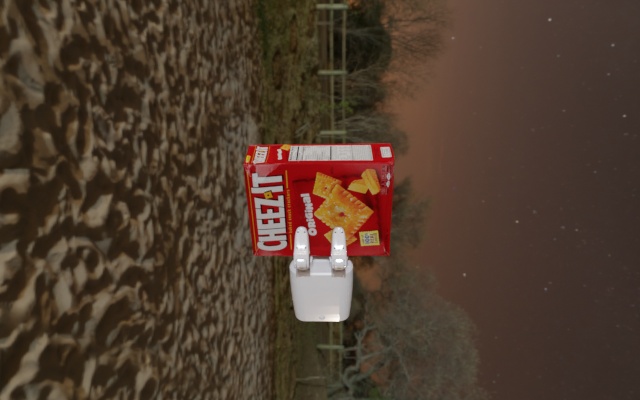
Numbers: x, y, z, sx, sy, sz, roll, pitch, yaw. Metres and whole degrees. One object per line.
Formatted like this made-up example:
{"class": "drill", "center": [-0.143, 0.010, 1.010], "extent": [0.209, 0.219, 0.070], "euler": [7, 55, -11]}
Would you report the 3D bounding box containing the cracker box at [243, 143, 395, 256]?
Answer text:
{"class": "cracker box", "center": [0.000, 0.002, 0.719], "extent": [0.214, 0.164, 0.072], "euler": [-1, 30, 1]}
